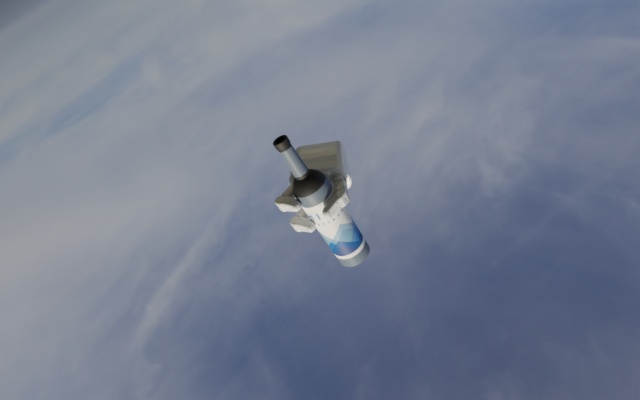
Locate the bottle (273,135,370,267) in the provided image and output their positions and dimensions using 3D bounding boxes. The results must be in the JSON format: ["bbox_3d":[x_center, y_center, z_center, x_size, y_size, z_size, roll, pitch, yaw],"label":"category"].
[{"bbox_3d":[0.000,0.003,0.873,0.069,0.296,0.069,-23,34,16],"label":"bottle"}]
